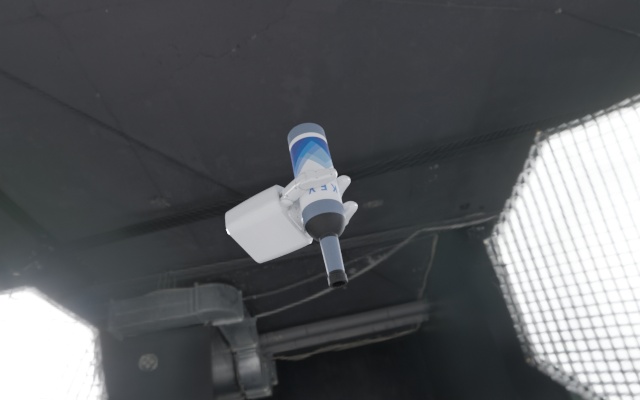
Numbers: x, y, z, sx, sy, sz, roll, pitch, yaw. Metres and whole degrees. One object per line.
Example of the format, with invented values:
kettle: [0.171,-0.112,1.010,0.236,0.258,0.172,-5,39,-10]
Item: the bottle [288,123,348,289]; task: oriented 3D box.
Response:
bottle: [0.000,0.002,0.765,0.069,0.295,0.069,-8,-36,-6]
